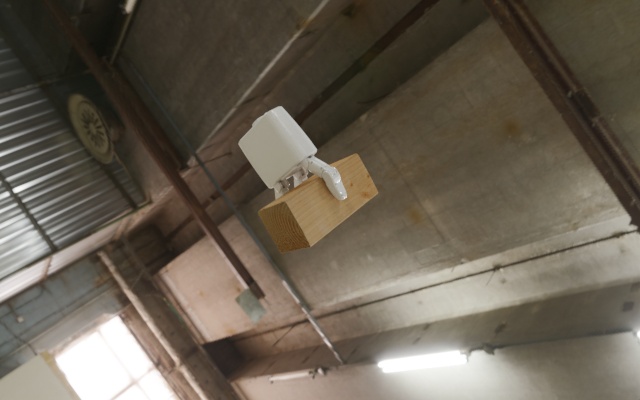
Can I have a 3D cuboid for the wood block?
[{"bbox_3d":[0.000,0.002,0.879,0.206,0.090,0.091,-36,11,-39],"label":"wood block"}]
